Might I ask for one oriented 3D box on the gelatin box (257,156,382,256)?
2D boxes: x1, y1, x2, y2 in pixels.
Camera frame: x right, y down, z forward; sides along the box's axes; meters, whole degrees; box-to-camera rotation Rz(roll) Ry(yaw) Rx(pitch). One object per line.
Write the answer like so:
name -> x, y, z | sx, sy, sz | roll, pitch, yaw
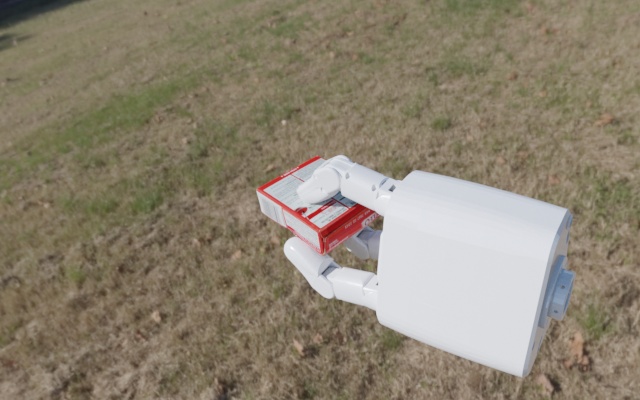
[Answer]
gelatin box -> 0.000, 0.001, 0.416 | 0.073, 0.030, 0.089 | -32, 44, -29
